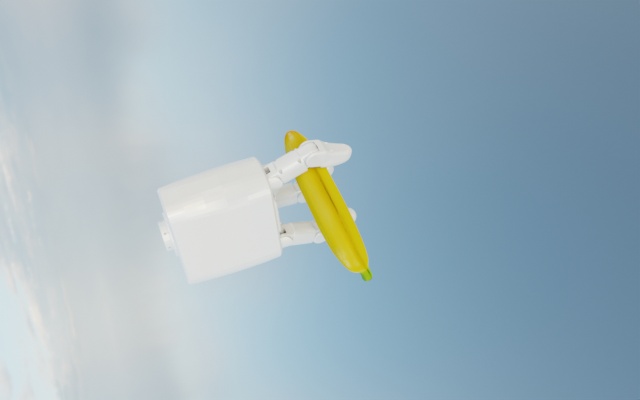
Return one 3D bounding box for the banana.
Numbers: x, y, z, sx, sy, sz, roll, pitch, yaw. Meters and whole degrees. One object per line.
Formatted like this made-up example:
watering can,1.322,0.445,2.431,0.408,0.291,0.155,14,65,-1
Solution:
banana,0.002,0.000,0.523,0.037,0.197,0.070,-25,-11,-8
